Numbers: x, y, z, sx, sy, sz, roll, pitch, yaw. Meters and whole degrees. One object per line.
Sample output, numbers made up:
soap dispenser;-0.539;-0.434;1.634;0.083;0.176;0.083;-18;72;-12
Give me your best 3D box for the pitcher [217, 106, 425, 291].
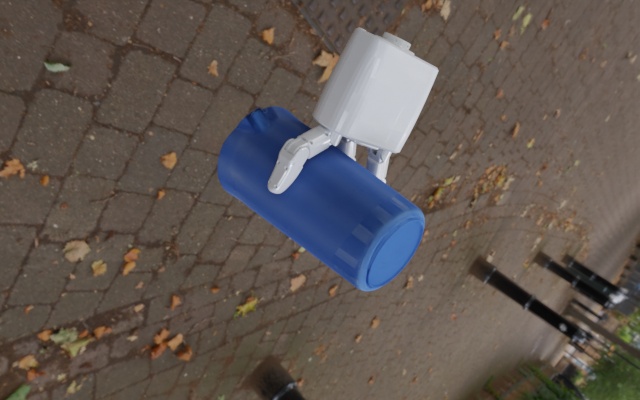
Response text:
pitcher;0.000;0.002;0.575;0.242;0.145;0.149;37;19;32
